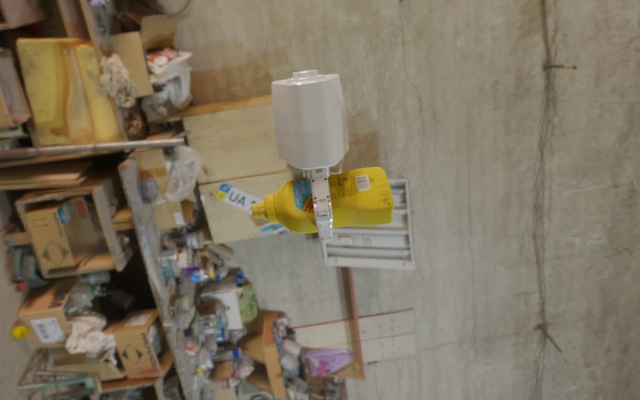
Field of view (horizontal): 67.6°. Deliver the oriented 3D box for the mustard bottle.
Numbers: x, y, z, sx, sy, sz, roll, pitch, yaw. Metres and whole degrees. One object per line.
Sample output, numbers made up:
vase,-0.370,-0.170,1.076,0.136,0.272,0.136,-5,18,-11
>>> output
mustard bottle,0.000,0.002,0.667,0.191,0.058,0.096,-7,42,-2
